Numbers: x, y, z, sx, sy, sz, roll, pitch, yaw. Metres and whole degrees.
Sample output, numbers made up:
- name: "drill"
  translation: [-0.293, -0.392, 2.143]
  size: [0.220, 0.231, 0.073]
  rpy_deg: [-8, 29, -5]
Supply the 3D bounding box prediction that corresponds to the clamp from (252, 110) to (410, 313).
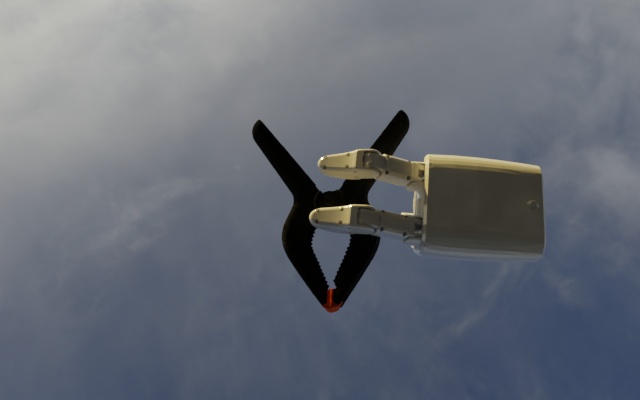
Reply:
- name: "clamp"
  translation: [0.000, 0.002, 0.474]
  size: [0.164, 0.210, 0.036]
  rpy_deg: [3, -20, 10]
